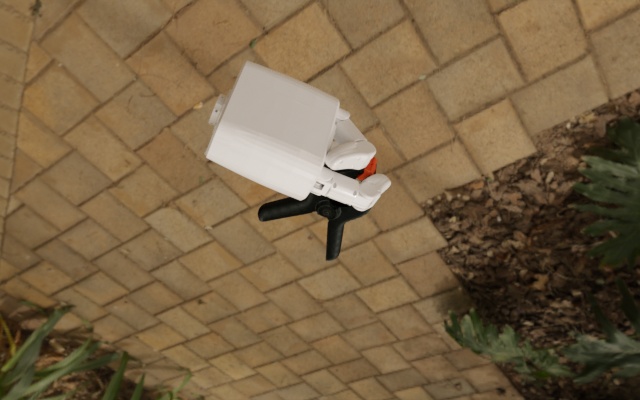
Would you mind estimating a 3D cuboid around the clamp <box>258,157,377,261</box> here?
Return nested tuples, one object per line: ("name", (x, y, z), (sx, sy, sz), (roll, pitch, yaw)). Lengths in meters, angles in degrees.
("clamp", (0.000, 0.002, 0.570), (0.120, 0.039, 0.171), (22, -48, -13))
